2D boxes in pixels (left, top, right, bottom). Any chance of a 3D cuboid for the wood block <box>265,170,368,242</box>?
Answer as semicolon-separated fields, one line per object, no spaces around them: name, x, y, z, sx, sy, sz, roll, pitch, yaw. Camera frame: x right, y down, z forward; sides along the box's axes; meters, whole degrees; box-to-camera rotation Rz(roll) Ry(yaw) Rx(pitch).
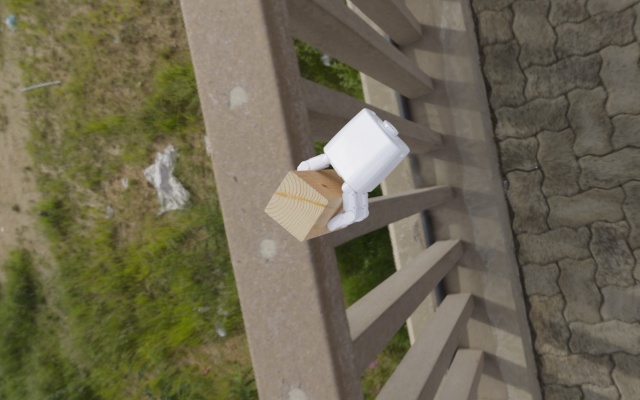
wood block;0.000;0.002;0.889;0.091;0.090;0.206;39;18;17
